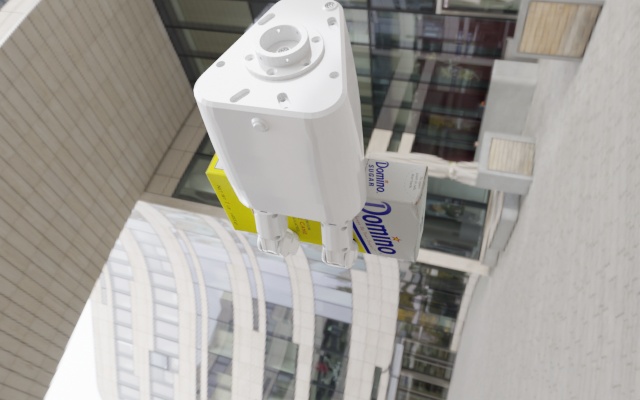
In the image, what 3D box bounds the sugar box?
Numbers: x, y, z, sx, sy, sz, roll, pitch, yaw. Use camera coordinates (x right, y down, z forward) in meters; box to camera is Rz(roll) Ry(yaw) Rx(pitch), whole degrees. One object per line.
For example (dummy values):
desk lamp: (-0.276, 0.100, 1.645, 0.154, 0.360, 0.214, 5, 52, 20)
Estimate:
sugar box: (0.000, 0.002, 0.413, 0.176, 0.048, 0.093, 11, -32, 17)
